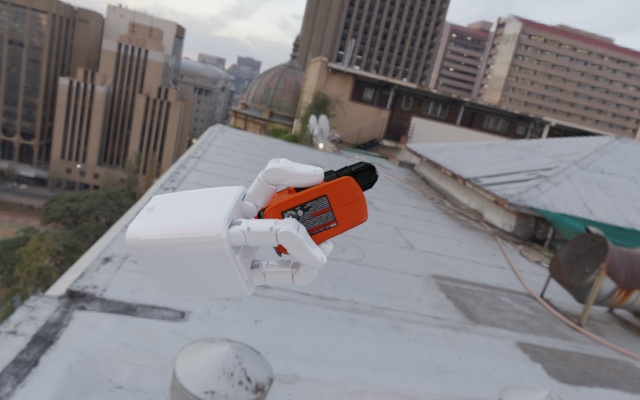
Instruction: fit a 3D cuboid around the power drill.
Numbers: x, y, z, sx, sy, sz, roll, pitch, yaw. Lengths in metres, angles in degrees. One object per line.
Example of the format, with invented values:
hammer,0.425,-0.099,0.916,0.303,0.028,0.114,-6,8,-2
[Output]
power drill,0.000,0.002,0.570,0.184,0.057,0.187,-24,6,-4
